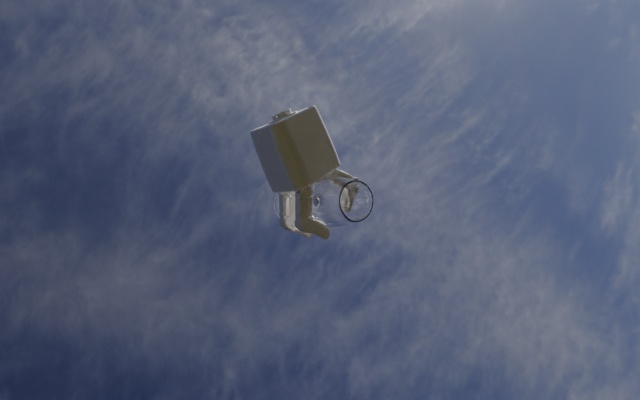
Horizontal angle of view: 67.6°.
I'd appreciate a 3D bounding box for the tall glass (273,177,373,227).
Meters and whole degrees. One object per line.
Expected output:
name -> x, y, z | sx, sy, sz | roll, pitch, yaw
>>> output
tall glass -> 0.000, 0.003, 0.778 | 0.079, 0.079, 0.201 | 0, -1, -32
